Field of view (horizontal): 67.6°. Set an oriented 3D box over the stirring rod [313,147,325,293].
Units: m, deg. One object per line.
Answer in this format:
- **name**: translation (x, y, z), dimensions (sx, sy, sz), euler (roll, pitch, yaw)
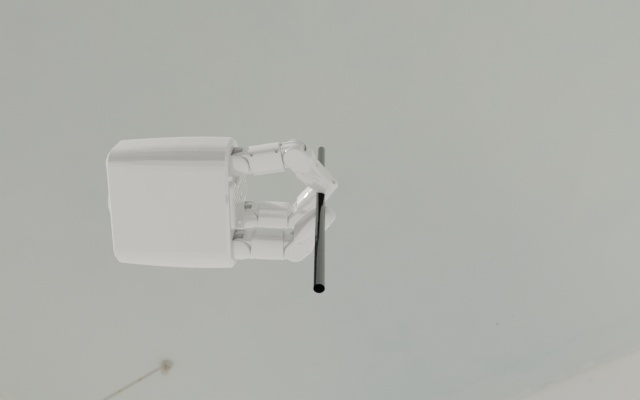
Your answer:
- **stirring rod**: translation (0.000, 0.001, 0.424), dimensions (0.011, 0.011, 0.239), euler (0, 29, 1)
